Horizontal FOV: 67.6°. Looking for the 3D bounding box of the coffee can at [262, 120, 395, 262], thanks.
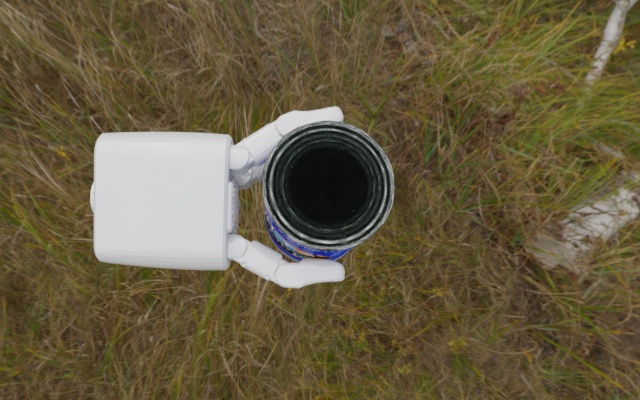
[{"bbox_3d":[0.000,0.002,0.430,0.103,0.102,0.140,0,-12,-6],"label":"coffee can"}]
